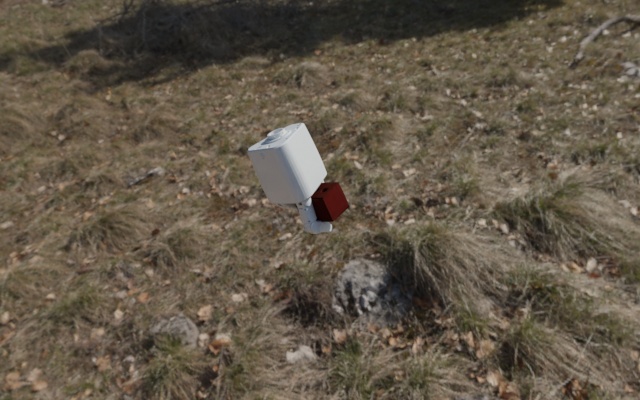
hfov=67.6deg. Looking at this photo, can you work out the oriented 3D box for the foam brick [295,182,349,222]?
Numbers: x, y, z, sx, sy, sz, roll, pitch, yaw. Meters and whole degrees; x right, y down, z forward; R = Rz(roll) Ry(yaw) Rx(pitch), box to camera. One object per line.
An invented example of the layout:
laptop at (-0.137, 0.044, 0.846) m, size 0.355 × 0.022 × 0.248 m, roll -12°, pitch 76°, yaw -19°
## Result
foam brick at (0.000, 0.003, 0.853) m, size 0.078 × 0.051 × 0.053 m, roll -1°, pitch 32°, yaw 43°
